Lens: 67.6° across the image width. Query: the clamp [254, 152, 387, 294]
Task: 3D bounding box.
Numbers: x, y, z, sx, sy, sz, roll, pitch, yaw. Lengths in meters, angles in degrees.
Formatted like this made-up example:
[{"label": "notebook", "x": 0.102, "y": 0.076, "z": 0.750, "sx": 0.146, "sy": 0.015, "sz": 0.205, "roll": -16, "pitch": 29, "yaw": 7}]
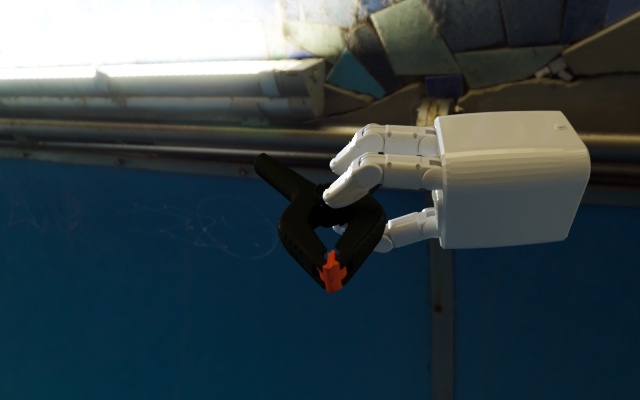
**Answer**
[{"label": "clamp", "x": 0.000, "y": 0.002, "z": 0.446, "sx": 0.164, "sy": 0.036, "sz": 0.209, "roll": -3, "pitch": 34, "yaw": 10}]
